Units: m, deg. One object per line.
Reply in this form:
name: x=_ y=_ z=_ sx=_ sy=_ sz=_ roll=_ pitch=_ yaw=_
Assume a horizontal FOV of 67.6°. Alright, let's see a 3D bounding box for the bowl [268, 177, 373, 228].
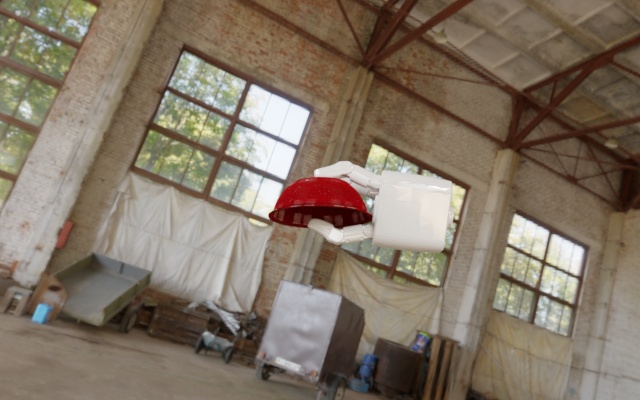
bowl: x=-0.001 y=0.002 z=0.741 sx=0.162 sy=0.055 sz=0.162 roll=0 pitch=-15 yaw=0
